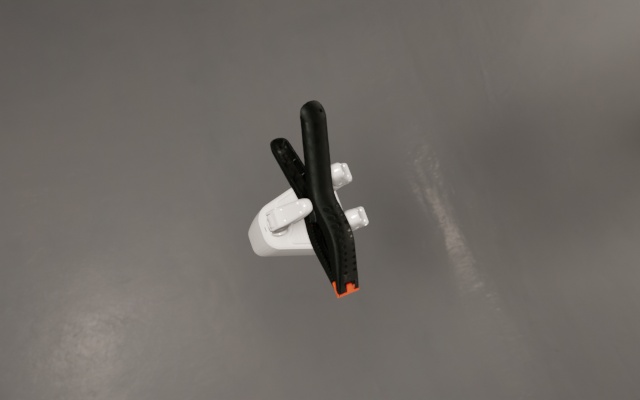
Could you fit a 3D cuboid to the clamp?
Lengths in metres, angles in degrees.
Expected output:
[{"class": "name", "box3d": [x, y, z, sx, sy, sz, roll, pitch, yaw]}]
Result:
[{"class": "clamp", "box3d": [-0.001, 0.003, 0.524, 0.036, 0.210, 0.164, -18, -8, -18]}]
